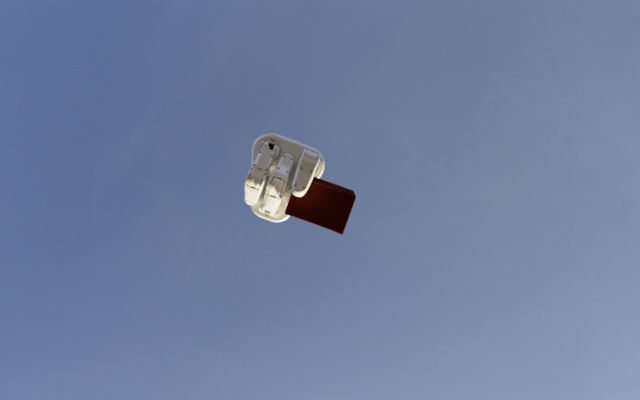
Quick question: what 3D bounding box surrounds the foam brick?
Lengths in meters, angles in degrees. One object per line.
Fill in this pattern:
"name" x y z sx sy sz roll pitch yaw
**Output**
"foam brick" 0.000 0.002 0.608 0.078 0.053 0.051 21 9 -3
